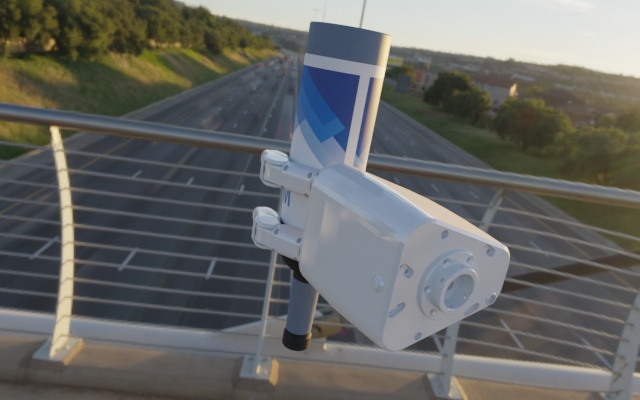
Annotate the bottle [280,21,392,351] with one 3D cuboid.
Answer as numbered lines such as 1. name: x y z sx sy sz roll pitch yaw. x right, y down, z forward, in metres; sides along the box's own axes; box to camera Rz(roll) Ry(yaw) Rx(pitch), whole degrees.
1. bottle: 0.000 0.001 0.425 0.069 0.296 0.069 9 17 -3
